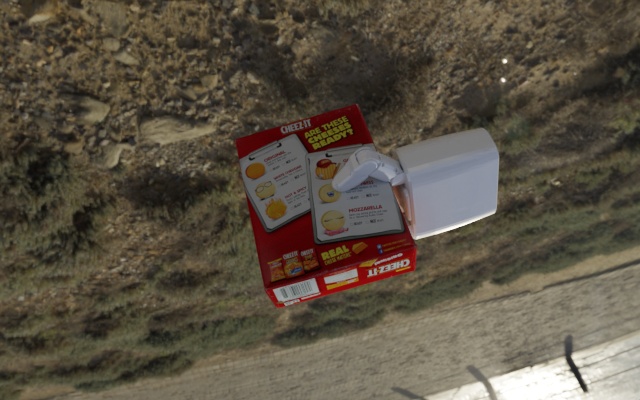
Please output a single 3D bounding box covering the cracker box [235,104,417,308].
[{"bbox_3d":[0.000,0.002,0.566,0.164,0.213,0.072,-16,-34,-1],"label":"cracker box"}]
